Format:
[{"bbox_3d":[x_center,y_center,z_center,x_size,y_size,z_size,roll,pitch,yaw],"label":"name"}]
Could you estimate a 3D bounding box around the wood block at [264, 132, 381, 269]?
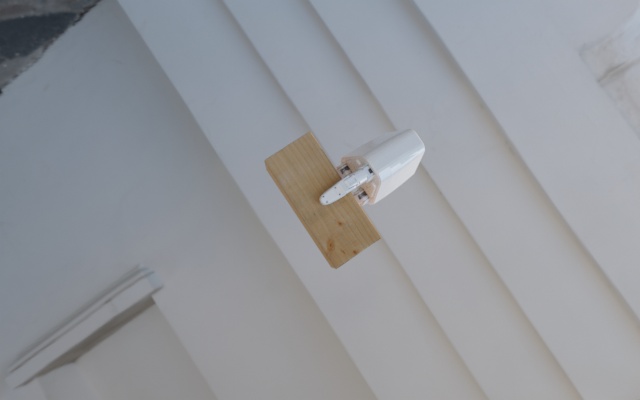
[{"bbox_3d":[0.001,0.002,0.795,0.090,0.206,0.091,-34,-3,-8],"label":"wood block"}]
